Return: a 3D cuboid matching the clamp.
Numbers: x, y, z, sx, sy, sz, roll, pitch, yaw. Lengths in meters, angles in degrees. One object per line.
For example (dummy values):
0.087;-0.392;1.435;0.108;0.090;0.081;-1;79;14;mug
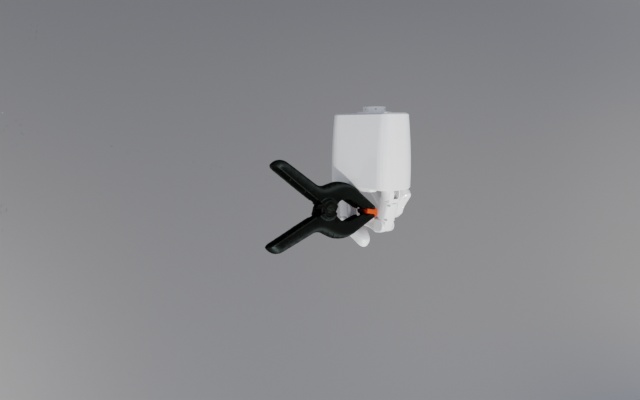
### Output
0.001;0.002;0.648;0.171;0.120;0.039;-7;10;-33;clamp
